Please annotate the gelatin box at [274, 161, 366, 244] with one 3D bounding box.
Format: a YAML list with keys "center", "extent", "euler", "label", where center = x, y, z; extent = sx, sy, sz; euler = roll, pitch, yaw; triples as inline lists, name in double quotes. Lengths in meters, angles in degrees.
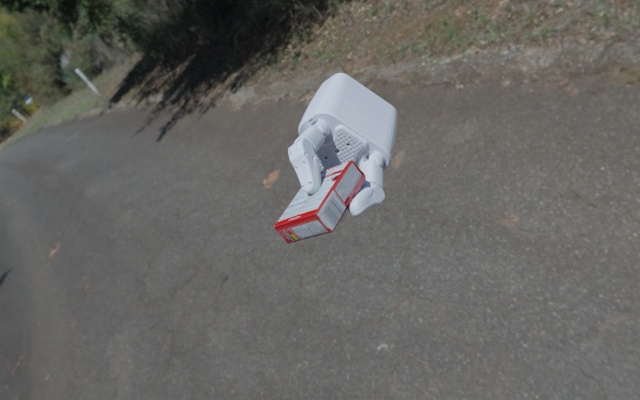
- center: [0.000, 0.002, 0.516]
  extent: [0.073, 0.030, 0.089]
  euler: [-18, 29, 46]
  label: "gelatin box"
